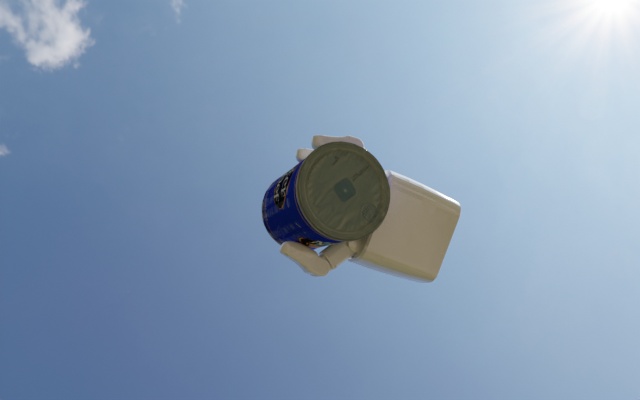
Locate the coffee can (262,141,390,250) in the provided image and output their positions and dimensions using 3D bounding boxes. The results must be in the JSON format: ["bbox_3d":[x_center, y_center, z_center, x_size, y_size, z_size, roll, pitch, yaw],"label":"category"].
[{"bbox_3d":[0.000,0.002,0.542,0.103,0.103,0.140,0,-10,-22],"label":"coffee can"}]
